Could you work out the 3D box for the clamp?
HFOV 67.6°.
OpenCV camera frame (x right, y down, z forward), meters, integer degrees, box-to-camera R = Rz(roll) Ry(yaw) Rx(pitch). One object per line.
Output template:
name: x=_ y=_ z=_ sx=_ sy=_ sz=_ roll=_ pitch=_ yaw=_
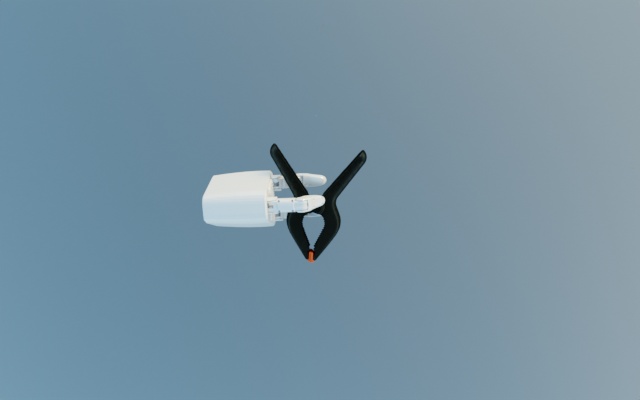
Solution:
clamp: x=0.000 y=0.003 z=0.828 sx=0.164 sy=0.210 sz=0.036 roll=-2 pitch=10 yaw=3
